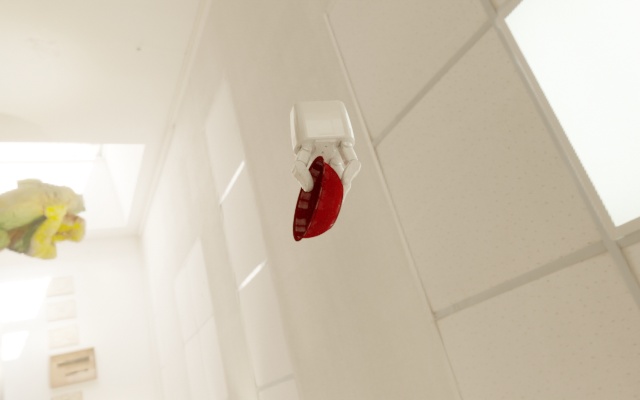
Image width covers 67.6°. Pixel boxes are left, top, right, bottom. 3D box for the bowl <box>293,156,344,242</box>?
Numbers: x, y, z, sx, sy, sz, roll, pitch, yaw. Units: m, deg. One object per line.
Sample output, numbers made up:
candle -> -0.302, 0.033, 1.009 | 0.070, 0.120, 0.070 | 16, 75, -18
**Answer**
bowl -> 0.000, 0.004, 0.871 | 0.055, 0.162, 0.162 | 16, -4, -14
